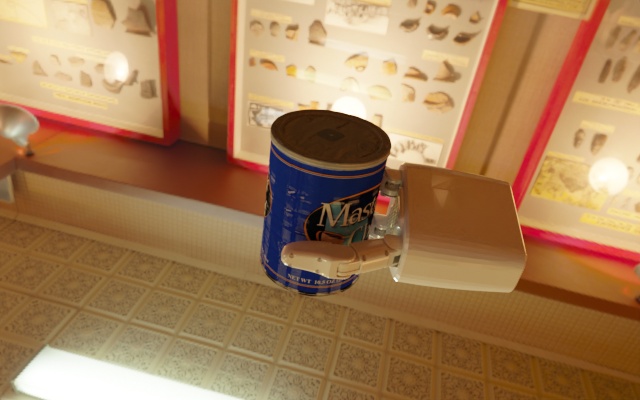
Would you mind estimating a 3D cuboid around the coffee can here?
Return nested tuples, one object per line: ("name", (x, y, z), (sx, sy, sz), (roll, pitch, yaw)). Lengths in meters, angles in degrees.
("coffee can", (0.000, 0.001, 0.438), (0.103, 0.140, 0.102), (7, 33, -4))
